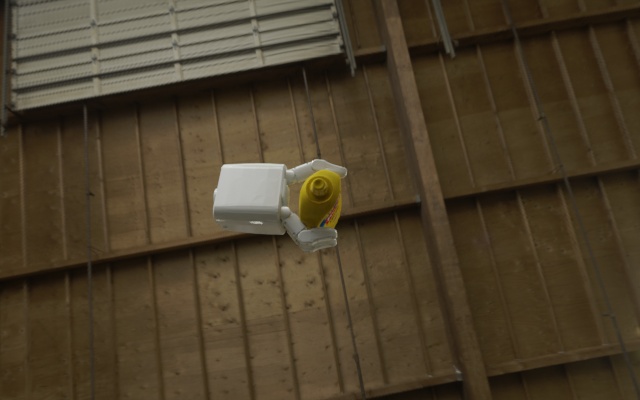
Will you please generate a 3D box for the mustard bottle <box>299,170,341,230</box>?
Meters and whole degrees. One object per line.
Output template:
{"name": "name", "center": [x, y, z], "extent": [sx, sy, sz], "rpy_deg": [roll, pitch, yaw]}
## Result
{"name": "mustard bottle", "center": [0.000, 0.003, 0.769], "extent": [0.058, 0.096, 0.192], "rpy_deg": [26, -14, 9]}
